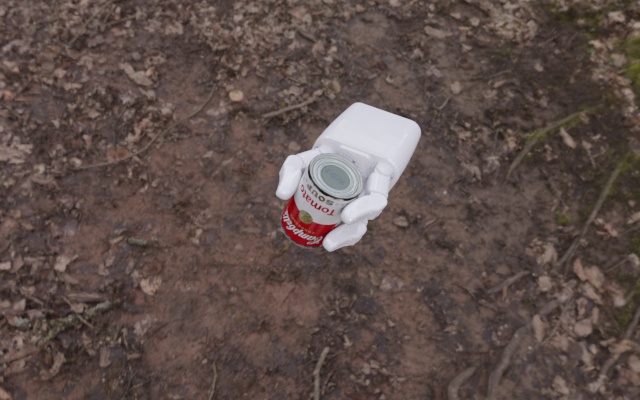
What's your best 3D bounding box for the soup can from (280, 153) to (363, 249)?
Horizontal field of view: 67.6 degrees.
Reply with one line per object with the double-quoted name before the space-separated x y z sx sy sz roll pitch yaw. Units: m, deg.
"soup can" 0.000 0.002 0.562 0.068 0.068 0.102 0 -36 -27
